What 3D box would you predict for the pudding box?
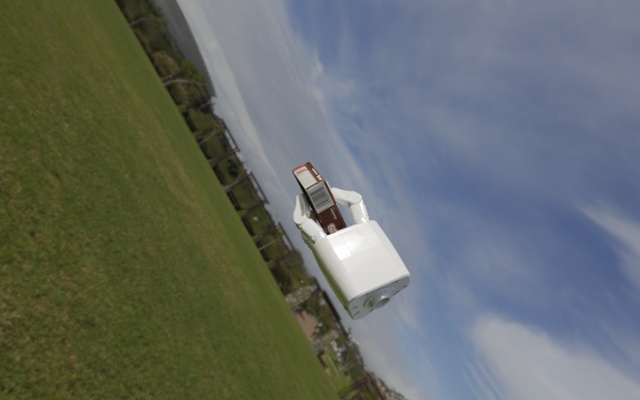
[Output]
[{"bbox_3d":[0.000,0.003,0.789,0.039,0.113,0.090,-27,29,-6],"label":"pudding box"}]
